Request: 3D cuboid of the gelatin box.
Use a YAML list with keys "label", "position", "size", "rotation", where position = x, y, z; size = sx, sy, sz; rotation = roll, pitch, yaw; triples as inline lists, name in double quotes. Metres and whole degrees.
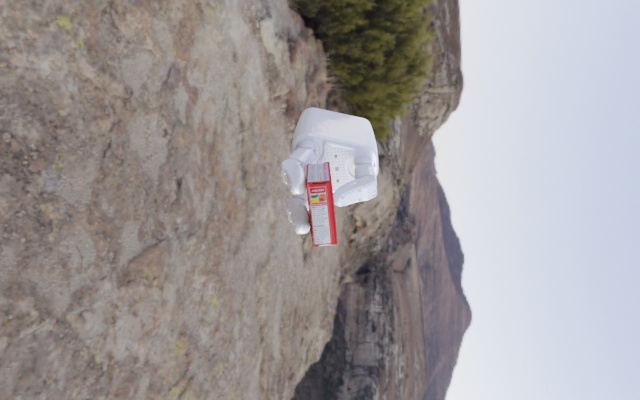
- label: "gelatin box"
  position: [0.001, 0.002, 0.544]
  size: [0.030, 0.073, 0.089]
  rotation: [-5, 18, 0]
